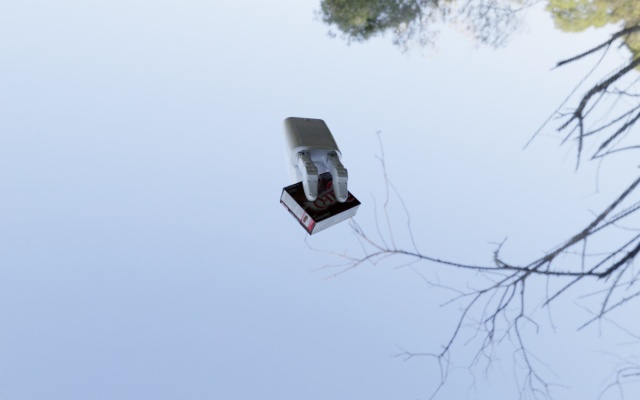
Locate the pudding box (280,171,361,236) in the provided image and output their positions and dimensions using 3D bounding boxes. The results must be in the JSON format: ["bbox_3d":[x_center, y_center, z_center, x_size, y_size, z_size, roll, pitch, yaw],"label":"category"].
[{"bbox_3d":[0.000,0.003,0.819,0.113,0.039,0.090,-24,57,-37],"label":"pudding box"}]
